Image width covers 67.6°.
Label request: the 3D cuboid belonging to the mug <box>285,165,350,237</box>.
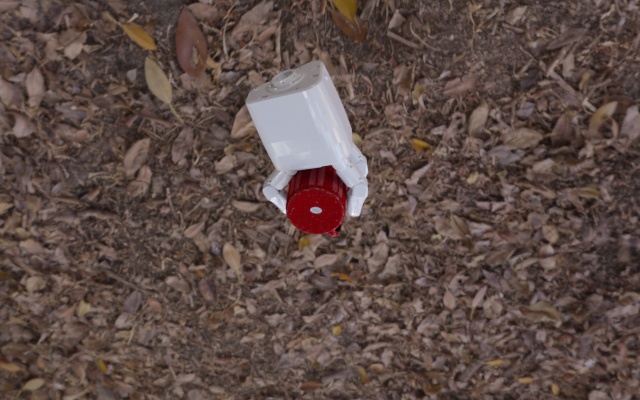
[{"bbox_3d":[0.001,0.003,0.673,0.093,0.117,0.081,-17,32,16],"label":"mug"}]
